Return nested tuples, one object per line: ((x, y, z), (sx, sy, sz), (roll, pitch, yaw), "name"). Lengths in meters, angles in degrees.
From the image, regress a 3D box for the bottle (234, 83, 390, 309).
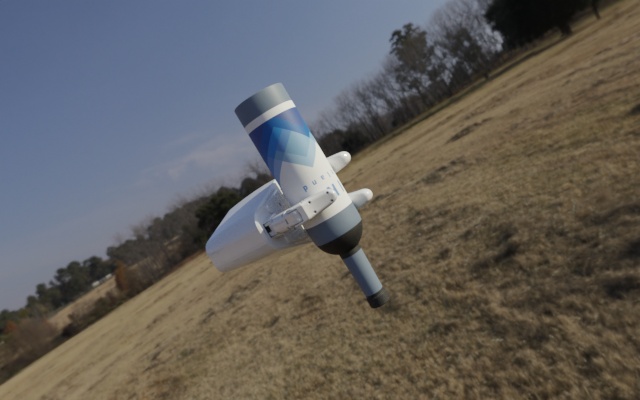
((0.000, 0.002, 0.585), (0.069, 0.296, 0.069), (-31, 5, 3), "bottle")
